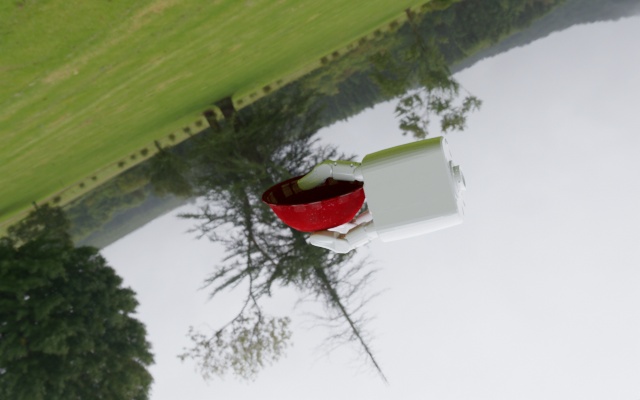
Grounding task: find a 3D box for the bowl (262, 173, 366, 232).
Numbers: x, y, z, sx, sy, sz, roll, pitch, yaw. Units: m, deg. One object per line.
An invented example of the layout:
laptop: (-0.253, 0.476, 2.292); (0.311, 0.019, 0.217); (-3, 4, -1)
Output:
bowl: (-0.001, 0.003, 0.685); (0.162, 0.055, 0.162); (-10, 17, 3)
